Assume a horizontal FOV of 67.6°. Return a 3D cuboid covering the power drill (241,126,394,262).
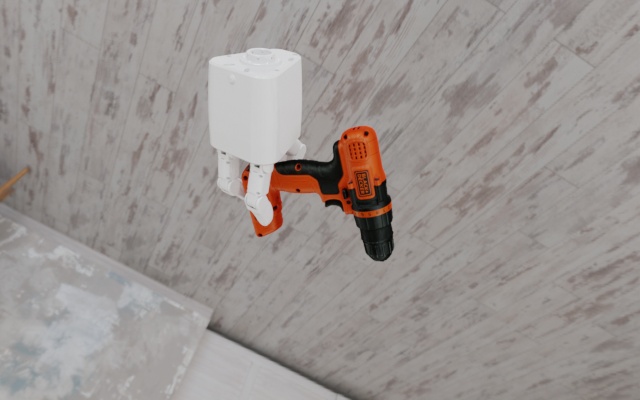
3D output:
[{"bbox_3d":[0.000,0.002,0.637,0.187,0.184,0.057,-7,18,15],"label":"power drill"}]
